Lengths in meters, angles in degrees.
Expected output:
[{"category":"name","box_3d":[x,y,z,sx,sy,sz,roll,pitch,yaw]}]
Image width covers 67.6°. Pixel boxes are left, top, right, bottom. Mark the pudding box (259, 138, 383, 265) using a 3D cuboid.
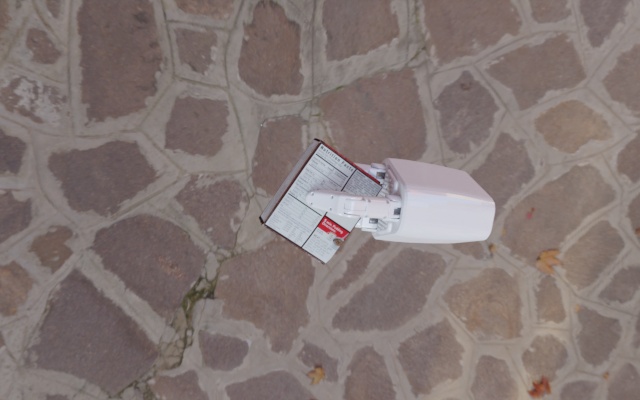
[{"category":"pudding box","box_3d":[0.000,0.002,0.529,0.090,0.113,0.039,35,1,-15]}]
